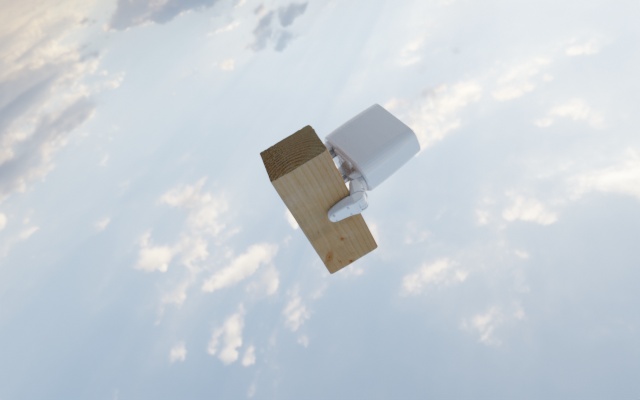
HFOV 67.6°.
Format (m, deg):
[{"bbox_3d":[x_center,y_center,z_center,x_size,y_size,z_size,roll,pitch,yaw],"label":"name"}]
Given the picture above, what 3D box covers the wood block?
[{"bbox_3d":[0.001,0.002,0.731,0.090,0.206,0.090,-30,36,1],"label":"wood block"}]
